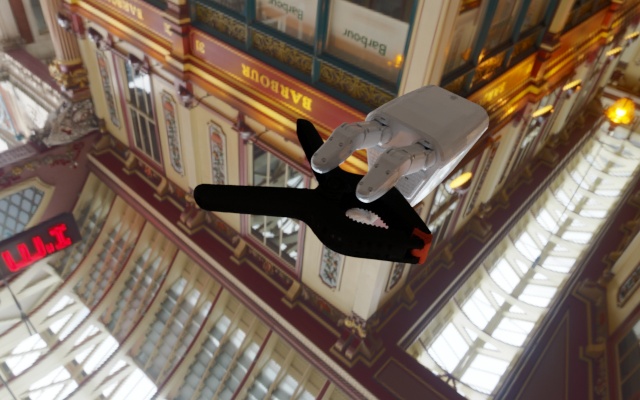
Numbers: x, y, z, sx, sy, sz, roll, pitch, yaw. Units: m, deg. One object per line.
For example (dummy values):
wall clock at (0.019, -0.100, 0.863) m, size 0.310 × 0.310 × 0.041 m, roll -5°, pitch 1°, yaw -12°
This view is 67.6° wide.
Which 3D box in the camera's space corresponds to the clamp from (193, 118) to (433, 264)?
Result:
clamp at (0.001, 0.002, 0.442) m, size 0.210 × 0.036 × 0.164 m, roll 34°, pitch 51°, yaw 28°
